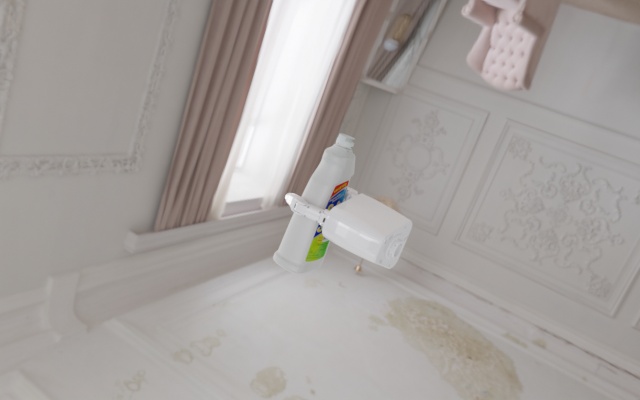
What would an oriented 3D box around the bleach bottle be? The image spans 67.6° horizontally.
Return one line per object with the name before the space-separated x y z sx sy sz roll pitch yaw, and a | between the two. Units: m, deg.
bleach bottle | 0.000 0.003 0.850 0.068 0.251 0.102 28 16 28
